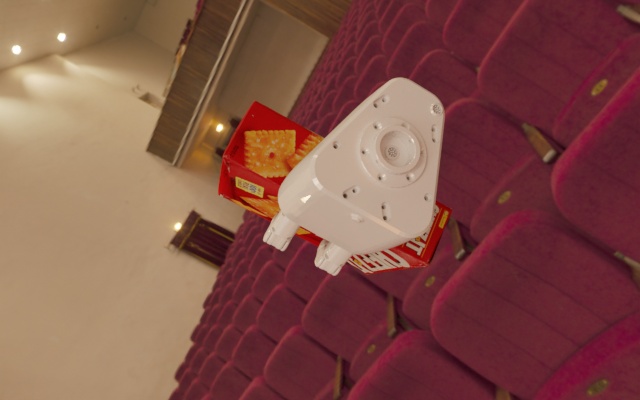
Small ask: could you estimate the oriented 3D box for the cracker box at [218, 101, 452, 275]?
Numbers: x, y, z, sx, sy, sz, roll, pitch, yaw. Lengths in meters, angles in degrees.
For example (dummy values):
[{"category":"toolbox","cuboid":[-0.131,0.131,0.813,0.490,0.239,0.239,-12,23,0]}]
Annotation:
[{"category":"cracker box","cuboid":[0.000,0.001,0.505,0.214,0.072,0.164,29,-16,-8]}]
